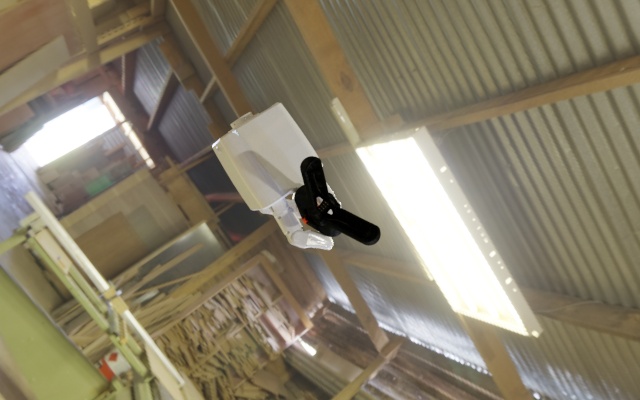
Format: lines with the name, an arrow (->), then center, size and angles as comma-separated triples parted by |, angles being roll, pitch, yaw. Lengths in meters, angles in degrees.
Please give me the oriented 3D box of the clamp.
clamp -> 0.001, 0.002, 0.584 | 0.039, 0.120, 0.171 | -36, 11, -19
